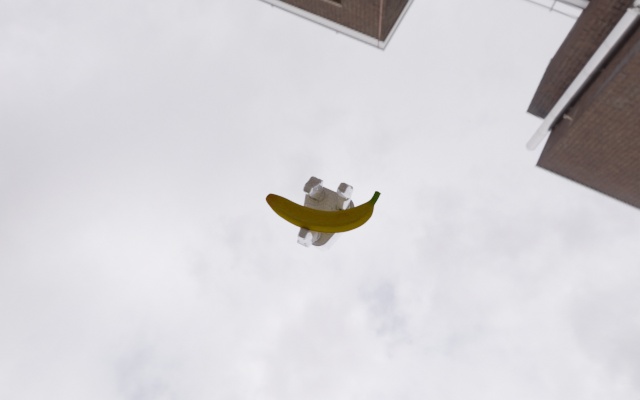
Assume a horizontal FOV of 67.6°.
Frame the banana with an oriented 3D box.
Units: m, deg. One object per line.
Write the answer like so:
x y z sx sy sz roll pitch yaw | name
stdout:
0.003 0.021 0.809 0.198 0.069 0.037 -1 -8 8 | banana
